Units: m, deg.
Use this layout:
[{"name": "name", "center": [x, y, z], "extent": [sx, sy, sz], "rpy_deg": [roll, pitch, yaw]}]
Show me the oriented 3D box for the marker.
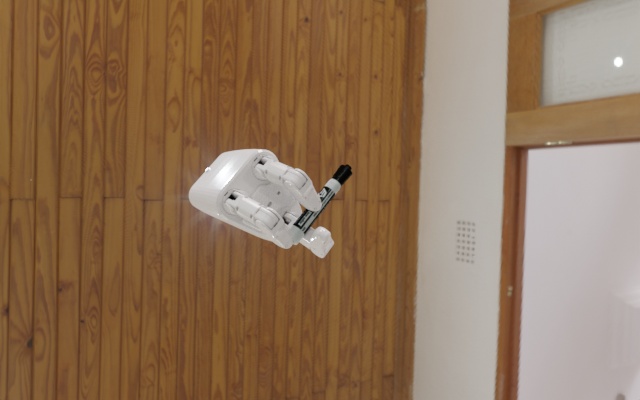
[{"name": "marker", "center": [0.000, 0.002, 0.579], "extent": [0.020, 0.121, 0.020], "rpy_deg": [33, -20, 14]}]
